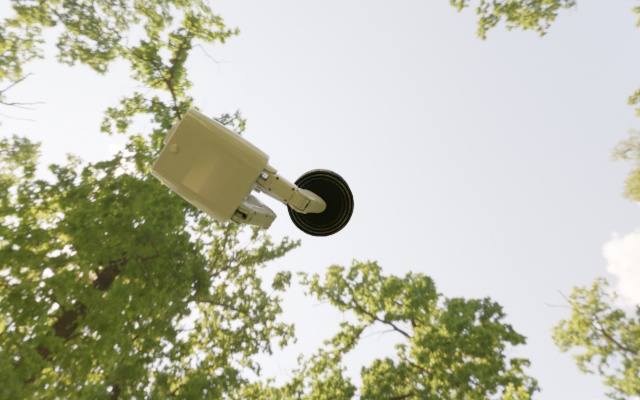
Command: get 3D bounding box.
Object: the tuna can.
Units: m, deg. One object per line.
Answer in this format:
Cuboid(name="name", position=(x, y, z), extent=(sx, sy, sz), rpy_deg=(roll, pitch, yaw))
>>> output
Cuboid(name="tuna can", position=(0.000, 0.002, 0.618), extent=(0.086, 0.086, 0.033), rpy_deg=(0, 11, 0))
